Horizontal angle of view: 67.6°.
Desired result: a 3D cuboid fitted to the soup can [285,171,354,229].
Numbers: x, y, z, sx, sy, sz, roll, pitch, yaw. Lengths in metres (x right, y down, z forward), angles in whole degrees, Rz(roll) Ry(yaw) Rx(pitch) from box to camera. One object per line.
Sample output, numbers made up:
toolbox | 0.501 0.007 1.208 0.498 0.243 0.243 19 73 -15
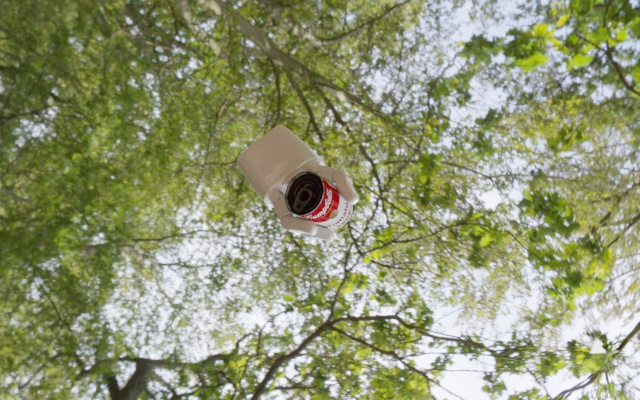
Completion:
soup can | 0.001 0.003 0.742 0.068 0.068 0.102 0 -15 31
